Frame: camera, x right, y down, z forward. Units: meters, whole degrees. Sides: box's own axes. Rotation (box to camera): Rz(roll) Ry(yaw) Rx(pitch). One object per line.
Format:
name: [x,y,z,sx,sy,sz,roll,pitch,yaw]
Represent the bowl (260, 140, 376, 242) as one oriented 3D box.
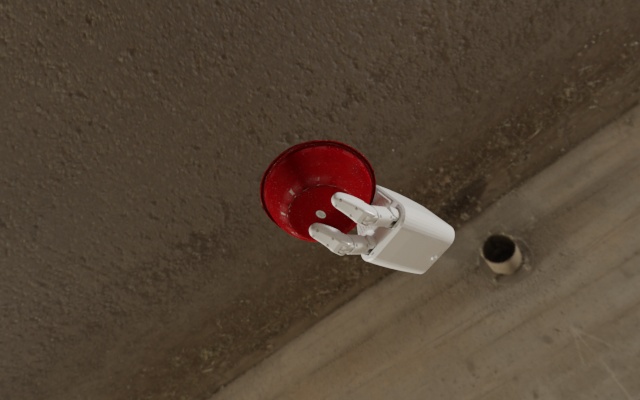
bowl: [-0.001,0.002,0.639,0.162,0.162,0.055,0,35,-7]
